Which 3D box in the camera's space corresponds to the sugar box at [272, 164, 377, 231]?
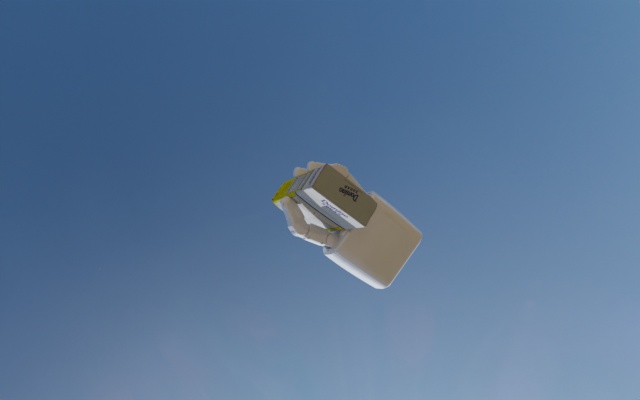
[{"bbox_3d":[0.000,0.002,0.689,0.093,0.048,0.176,37,-21,-16],"label":"sugar box"}]
